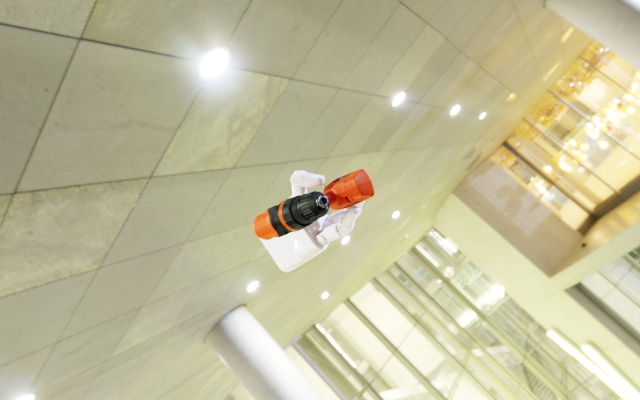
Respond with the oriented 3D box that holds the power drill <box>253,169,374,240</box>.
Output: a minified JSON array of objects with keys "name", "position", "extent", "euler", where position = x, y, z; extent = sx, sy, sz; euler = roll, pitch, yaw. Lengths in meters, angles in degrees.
[{"name":"power drill","position":[0.000,0.003,0.784],"extent":[0.187,0.057,0.184],"euler":[-22,0,-39]}]
